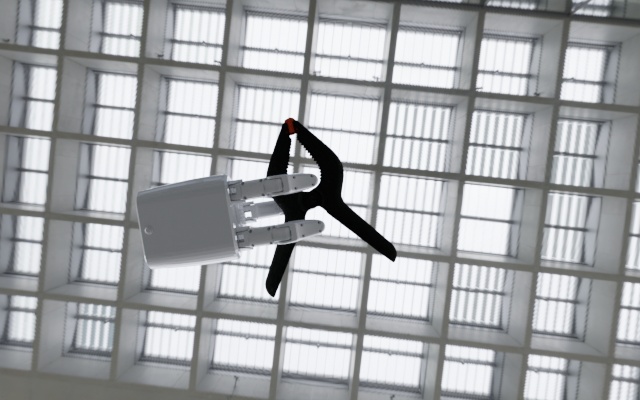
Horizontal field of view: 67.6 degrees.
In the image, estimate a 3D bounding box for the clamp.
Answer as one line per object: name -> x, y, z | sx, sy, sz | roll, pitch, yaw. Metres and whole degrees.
clamp -> 0.000, 0.001, 0.580 | 0.164, 0.210, 0.036 | -9, 1, -4
